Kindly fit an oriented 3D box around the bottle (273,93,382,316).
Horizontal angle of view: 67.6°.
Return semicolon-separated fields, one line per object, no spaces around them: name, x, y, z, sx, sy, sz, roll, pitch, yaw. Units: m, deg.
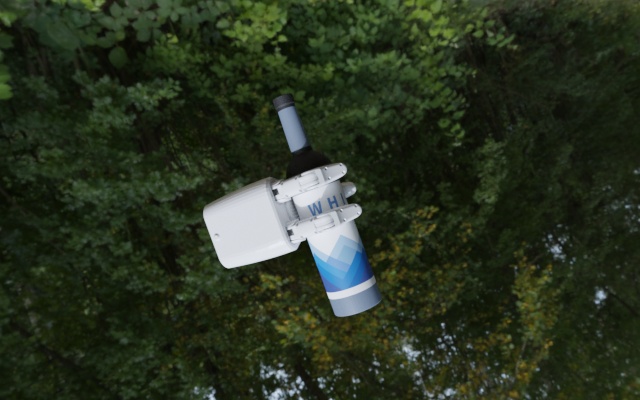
bottle;0.000;0.002;0.631;0.069;0.295;0.069;-20;1;0
